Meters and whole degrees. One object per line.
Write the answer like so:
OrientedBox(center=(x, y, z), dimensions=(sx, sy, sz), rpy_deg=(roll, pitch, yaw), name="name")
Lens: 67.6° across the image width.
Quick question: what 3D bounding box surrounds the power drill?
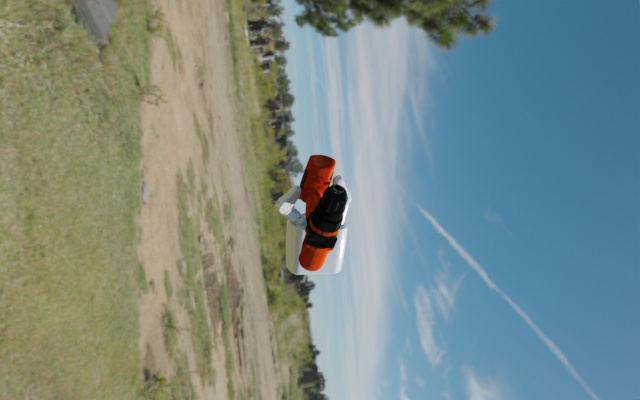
OrientedBox(center=(0.000, 0.003, 0.839), dimensions=(0.057, 0.185, 0.187), rpy_deg=(12, 39, -12), name="power drill")
